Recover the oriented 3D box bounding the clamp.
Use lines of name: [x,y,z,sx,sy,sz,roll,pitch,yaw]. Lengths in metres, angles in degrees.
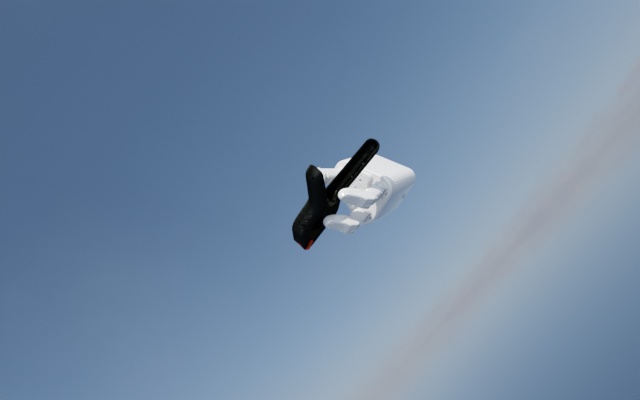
clamp: [-0.001,0.002,0.732,0.036,0.210,0.164,42,33,19]
